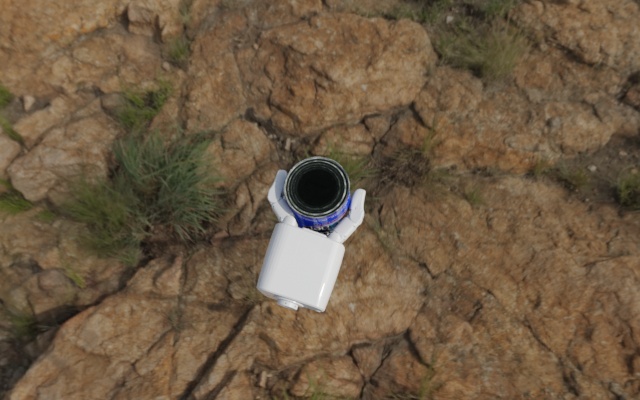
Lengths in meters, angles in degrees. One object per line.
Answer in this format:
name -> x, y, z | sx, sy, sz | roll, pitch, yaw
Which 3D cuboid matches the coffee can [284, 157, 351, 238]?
coffee can -> 0.000, 0.003, 0.797 | 0.103, 0.102, 0.140 | 0, -20, 5
